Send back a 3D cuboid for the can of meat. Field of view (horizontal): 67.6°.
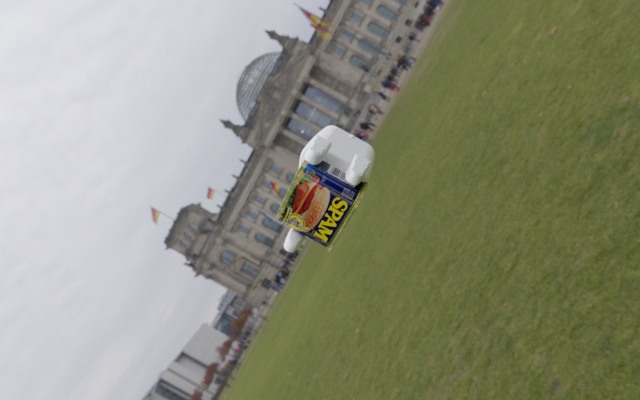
[{"bbox_3d":[0.000,0.002,0.610,0.084,0.102,0.057,29,33,1],"label":"can of meat"}]
